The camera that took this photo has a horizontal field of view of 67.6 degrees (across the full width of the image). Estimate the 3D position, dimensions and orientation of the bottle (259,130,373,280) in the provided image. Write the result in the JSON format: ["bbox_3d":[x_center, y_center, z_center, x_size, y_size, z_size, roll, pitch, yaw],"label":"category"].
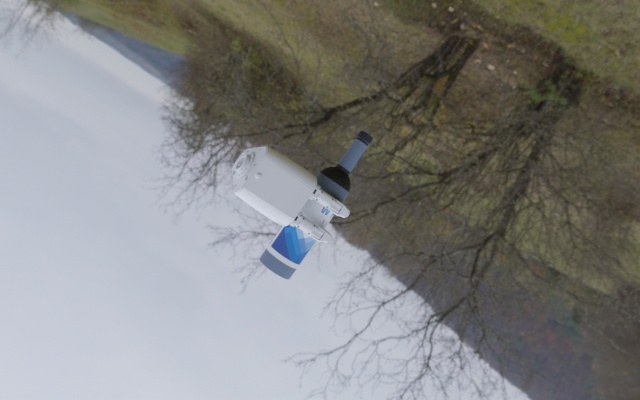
[{"bbox_3d":[0.000,0.003,0.860,0.069,0.296,0.069,35,2,-1],"label":"bottle"}]
